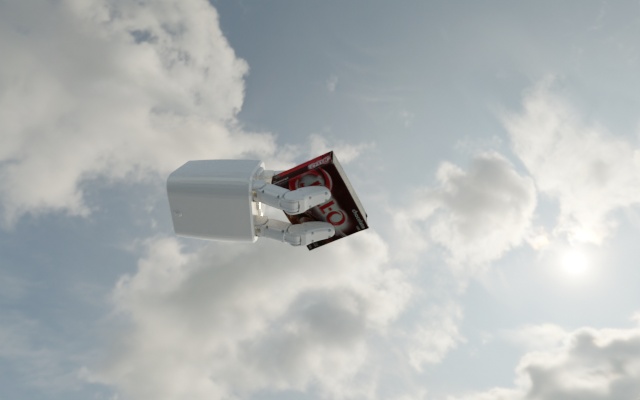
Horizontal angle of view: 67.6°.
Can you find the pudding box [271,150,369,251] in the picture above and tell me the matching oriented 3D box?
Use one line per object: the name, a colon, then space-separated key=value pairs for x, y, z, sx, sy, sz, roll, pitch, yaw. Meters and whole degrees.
pudding box: x=0.000 y=0.002 z=0.622 sx=0.090 sy=0.113 sz=0.039 roll=-22 pitch=31 yaw=17
